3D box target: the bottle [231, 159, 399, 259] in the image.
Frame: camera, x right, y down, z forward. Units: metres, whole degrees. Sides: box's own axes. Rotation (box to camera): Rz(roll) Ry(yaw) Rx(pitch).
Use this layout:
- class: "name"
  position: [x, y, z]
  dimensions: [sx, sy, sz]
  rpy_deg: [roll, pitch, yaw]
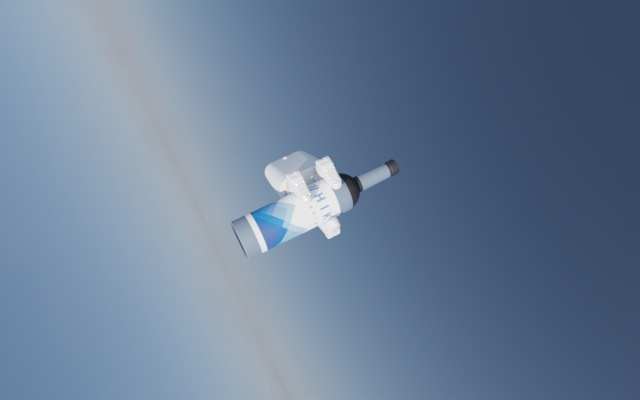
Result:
- class: "bottle"
  position: [0.000, 0.003, 0.792]
  dimensions: [0.295, 0.069, 0.069]
  rpy_deg: [-26, 6, -13]
